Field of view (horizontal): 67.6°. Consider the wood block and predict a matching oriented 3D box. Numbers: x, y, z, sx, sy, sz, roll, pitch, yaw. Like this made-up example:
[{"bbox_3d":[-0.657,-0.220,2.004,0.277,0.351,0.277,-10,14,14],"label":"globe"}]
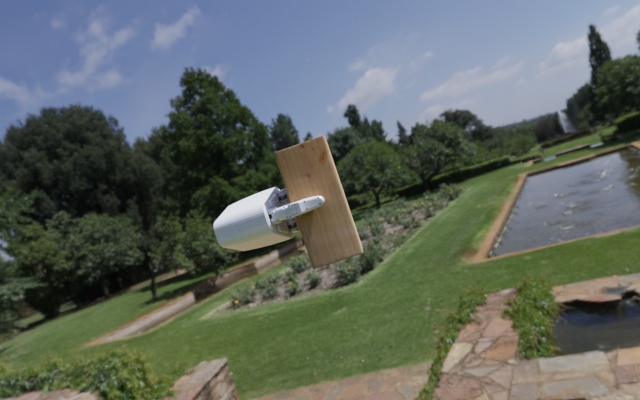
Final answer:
[{"bbox_3d":[0.000,0.003,0.831,0.090,0.206,0.091,-19,1,5],"label":"wood block"}]
